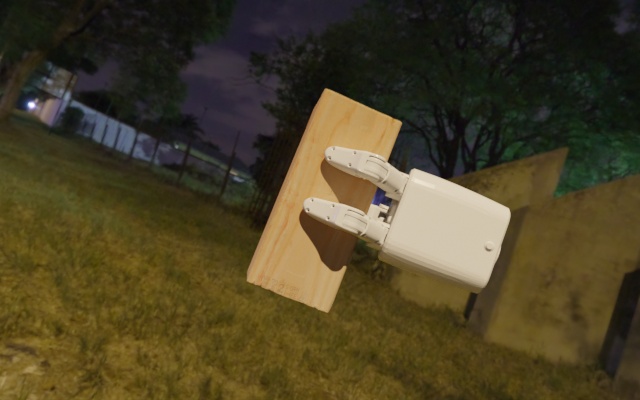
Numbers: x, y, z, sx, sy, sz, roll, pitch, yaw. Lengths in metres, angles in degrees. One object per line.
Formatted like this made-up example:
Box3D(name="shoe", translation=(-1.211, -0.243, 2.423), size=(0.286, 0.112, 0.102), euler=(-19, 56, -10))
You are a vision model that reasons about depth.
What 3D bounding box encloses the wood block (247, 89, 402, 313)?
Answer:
Box3D(name="wood block", translation=(0.000, 0.002, 0.514), size=(0.090, 0.206, 0.091), euler=(23, -6, -6))
